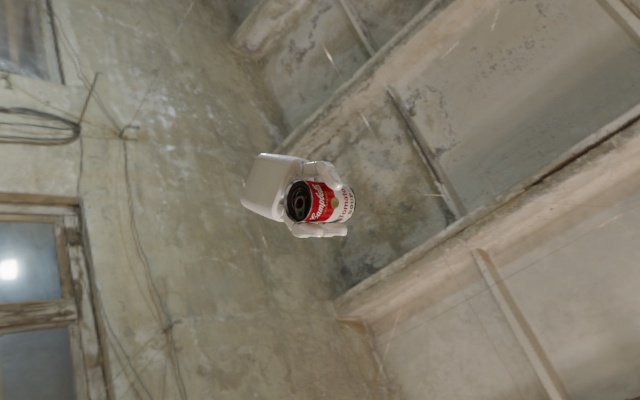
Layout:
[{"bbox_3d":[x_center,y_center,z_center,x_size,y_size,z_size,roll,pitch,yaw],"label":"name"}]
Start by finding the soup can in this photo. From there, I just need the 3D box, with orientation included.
[{"bbox_3d":[0.001,0.003,0.781,0.102,0.068,0.068,3,-2,-44],"label":"soup can"}]
